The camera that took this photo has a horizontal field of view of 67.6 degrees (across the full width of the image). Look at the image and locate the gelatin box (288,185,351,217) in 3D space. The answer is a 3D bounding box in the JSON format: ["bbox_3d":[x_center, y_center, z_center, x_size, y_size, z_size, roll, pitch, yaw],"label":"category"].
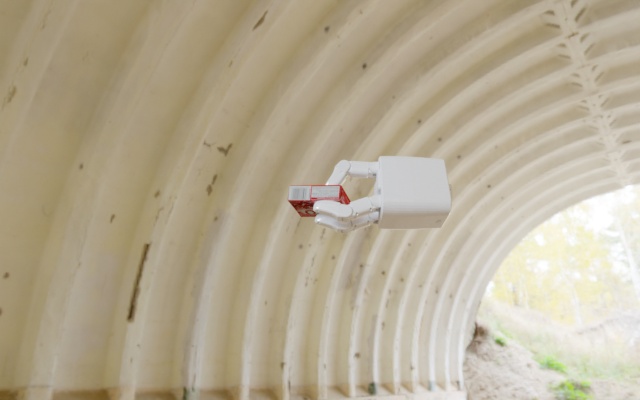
[{"bbox_3d":[0.000,0.002,0.773,0.089,0.030,0.073,0,-22,16],"label":"gelatin box"}]
